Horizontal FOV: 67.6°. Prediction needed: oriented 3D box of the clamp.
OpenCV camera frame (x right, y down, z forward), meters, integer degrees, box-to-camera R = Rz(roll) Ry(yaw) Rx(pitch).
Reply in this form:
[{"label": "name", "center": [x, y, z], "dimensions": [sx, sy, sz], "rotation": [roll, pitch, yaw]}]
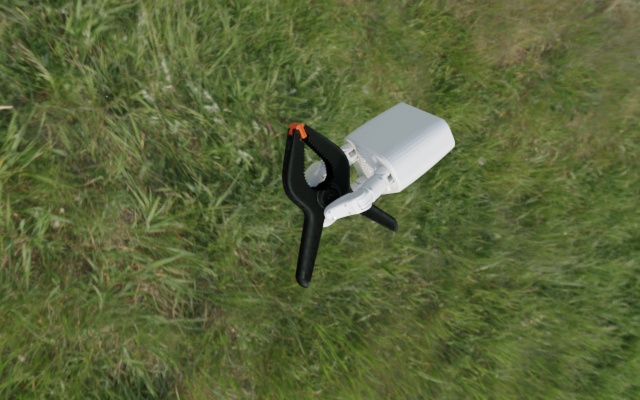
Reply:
[{"label": "clamp", "center": [0.000, 0.002, 0.621], "dimensions": [0.164, 0.210, 0.036], "rotation": [-37, 23, -16]}]
